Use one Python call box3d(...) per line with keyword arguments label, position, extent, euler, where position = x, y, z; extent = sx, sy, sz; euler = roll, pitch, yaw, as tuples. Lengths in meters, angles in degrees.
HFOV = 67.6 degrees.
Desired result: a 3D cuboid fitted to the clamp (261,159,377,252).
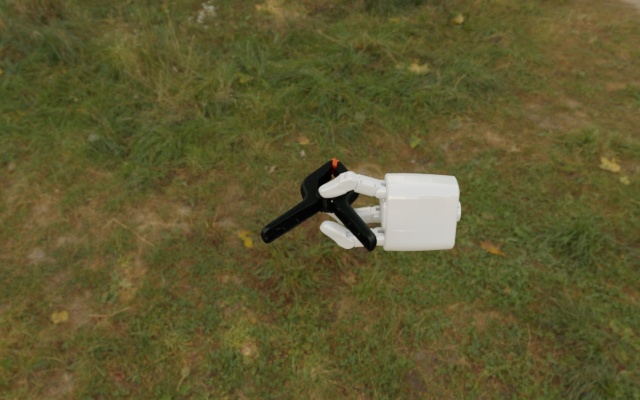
box3d(label="clamp", position=(0.000, 0.001, 0.739), extent=(0.164, 0.036, 0.209), euler=(0, 37, 3))
